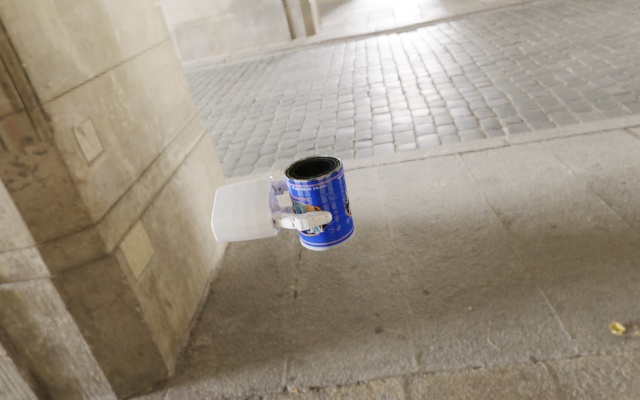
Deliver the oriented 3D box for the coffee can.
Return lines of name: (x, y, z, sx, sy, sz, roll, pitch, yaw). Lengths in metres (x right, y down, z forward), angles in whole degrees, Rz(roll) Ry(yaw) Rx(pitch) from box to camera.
coffee can: (0.000, 0.003, 0.849, 0.103, 0.140, 0.102, -10, 27, 5)
